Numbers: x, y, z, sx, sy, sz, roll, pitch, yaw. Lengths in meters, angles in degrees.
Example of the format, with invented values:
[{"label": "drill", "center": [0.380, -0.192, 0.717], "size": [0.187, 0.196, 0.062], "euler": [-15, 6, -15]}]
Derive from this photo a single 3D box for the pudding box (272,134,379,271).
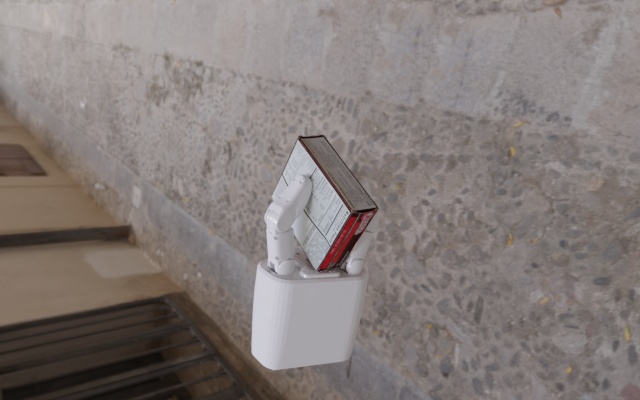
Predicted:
[{"label": "pudding box", "center": [0.000, 0.002, 0.490], "size": [0.039, 0.113, 0.090], "euler": [-8, -40, -39]}]
